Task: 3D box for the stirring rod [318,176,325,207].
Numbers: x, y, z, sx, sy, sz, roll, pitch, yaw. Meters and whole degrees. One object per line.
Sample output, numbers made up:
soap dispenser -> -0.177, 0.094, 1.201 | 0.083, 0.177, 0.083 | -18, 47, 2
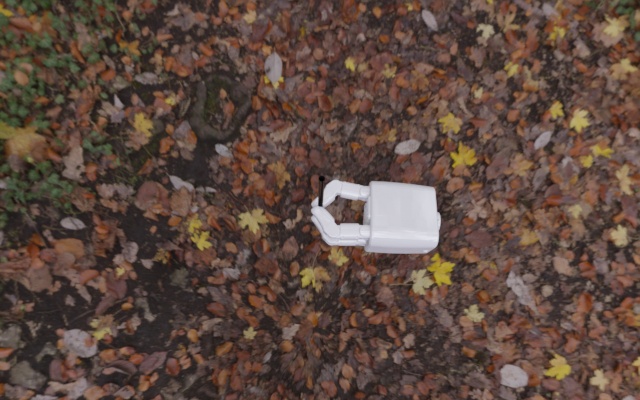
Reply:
stirring rod -> 0.000, 0.002, 0.728 | 0.011, 0.011, 0.239 | 0, -15, -1
